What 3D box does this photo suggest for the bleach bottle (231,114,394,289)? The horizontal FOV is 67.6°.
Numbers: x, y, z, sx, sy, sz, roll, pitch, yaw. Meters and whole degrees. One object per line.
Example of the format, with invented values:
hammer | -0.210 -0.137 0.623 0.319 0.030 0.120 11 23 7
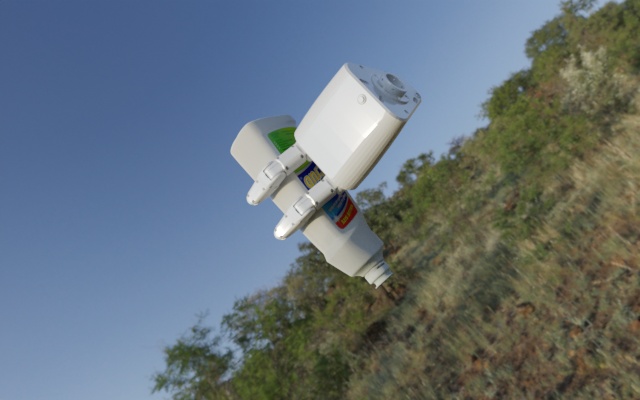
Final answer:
bleach bottle | 0.000 0.002 0.599 0.102 0.250 0.068 -23 -23 -52
